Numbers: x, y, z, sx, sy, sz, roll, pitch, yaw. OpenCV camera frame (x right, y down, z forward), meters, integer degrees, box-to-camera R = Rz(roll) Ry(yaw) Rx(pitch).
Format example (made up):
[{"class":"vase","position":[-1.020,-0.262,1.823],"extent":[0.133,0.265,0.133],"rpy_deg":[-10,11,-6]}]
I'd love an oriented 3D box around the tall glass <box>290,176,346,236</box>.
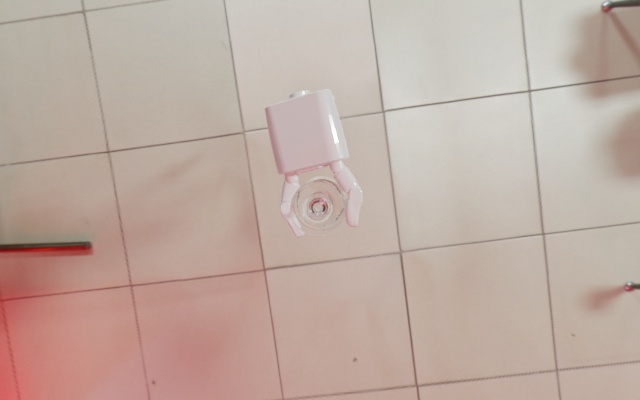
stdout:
[{"class":"tall glass","position":[0.000,0.003,0.738],"extent":[0.079,0.079,0.201],"rpy_deg":[0,5,2]}]
